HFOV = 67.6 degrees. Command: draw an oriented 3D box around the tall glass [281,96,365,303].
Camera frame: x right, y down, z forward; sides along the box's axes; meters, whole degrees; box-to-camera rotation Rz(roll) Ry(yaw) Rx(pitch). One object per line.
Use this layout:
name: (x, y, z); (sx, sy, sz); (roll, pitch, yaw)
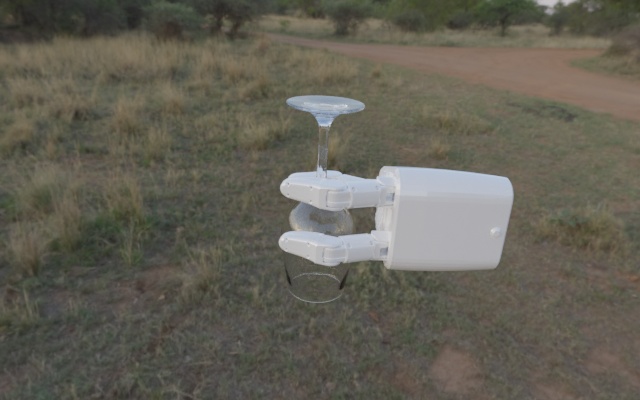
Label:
tall glass: (0.000, 0.001, 0.481); (0.079, 0.201, 0.079); (3, 22, -1)
